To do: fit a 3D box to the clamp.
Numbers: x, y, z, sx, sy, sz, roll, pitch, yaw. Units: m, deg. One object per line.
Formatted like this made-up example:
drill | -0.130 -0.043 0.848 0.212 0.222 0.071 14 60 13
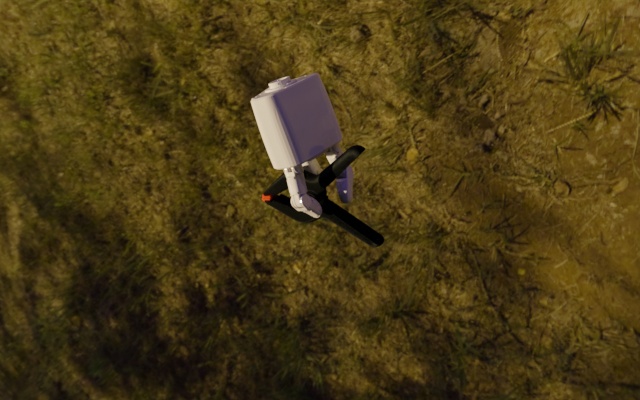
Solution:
clamp | -0.001 0.003 0.750 0.210 0.165 0.036 -5 24 36
